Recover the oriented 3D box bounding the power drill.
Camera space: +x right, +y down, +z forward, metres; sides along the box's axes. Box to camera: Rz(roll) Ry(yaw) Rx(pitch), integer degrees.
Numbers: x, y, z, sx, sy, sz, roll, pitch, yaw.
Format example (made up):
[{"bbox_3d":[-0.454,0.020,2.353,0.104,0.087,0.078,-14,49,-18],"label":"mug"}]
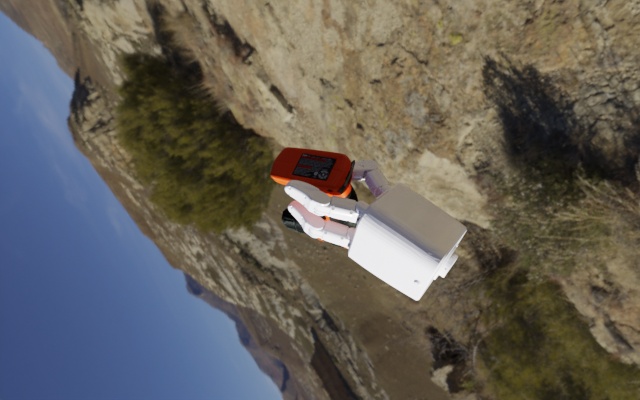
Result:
[{"bbox_3d":[0.000,0.002,0.681,0.184,0.057,0.188,9,-28,26],"label":"power drill"}]
